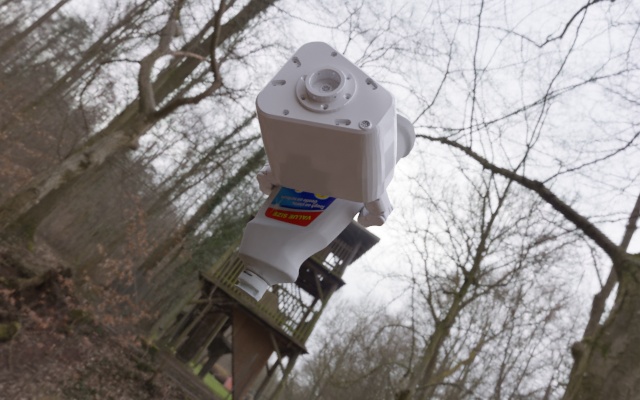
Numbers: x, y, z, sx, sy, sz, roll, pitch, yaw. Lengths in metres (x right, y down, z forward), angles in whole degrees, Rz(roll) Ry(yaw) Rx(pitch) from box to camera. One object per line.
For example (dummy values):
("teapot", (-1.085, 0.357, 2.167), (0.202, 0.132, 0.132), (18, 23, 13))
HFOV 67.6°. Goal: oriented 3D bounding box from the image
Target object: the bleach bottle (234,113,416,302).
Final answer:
("bleach bottle", (0.000, 0.002, 0.518), (0.102, 0.250, 0.068), (27, -23, 20))
